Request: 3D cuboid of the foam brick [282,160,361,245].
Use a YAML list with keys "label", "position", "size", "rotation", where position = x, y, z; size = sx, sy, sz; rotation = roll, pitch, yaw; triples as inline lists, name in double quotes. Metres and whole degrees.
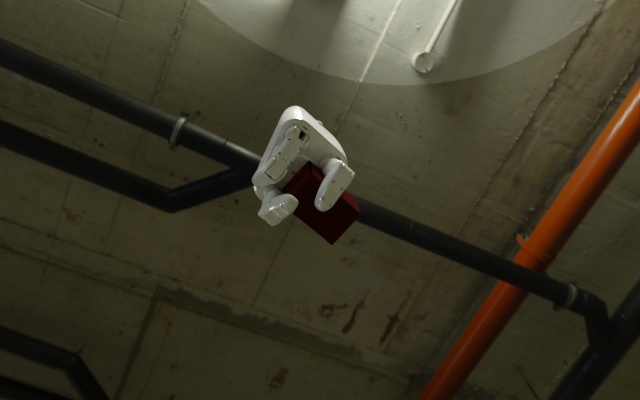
- label: "foam brick"
  position: [0.000, 0.002, 0.556]
  size: [0.078, 0.053, 0.051]
  rotation: [40, 13, -17]
